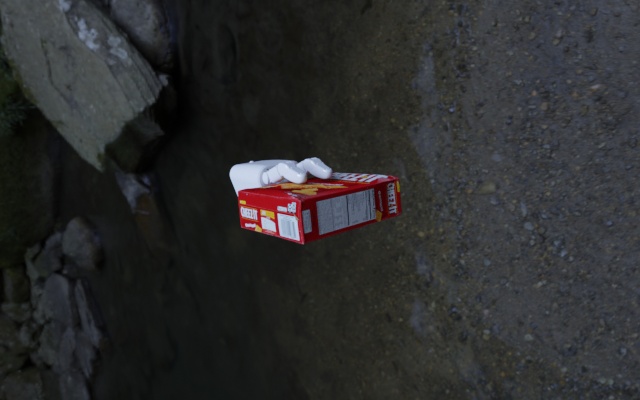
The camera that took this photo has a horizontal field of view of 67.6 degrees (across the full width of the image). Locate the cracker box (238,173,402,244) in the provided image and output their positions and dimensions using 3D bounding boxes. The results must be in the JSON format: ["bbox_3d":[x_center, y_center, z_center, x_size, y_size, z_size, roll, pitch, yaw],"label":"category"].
[{"bbox_3d":[0.000,0.003,0.775,0.213,0.072,0.164,-14,14,-39],"label":"cracker box"}]
